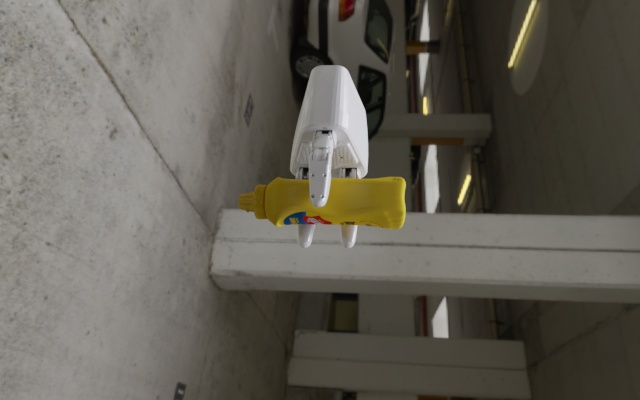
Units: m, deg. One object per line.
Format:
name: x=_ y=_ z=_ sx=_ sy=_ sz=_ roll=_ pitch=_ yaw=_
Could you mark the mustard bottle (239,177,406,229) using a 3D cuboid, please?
mustard bottle: x=0.000 y=0.002 z=0.556 sx=0.191 sy=0.058 sz=0.096 roll=1 pitch=-8 yaw=6
